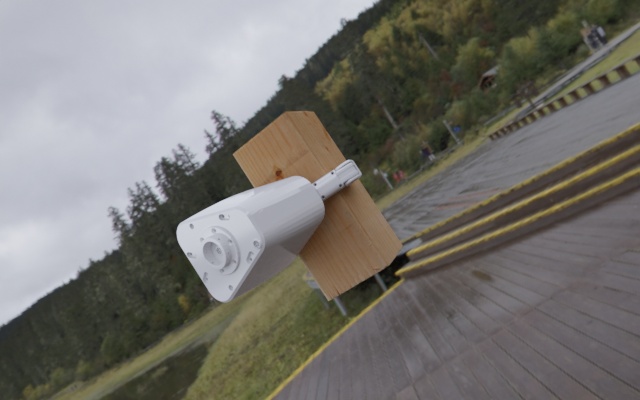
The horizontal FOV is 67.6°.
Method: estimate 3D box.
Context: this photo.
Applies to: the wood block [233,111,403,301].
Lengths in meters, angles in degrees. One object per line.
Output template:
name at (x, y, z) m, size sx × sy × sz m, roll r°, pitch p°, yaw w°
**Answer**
wood block at (0.000, 0.002, 0.580) m, size 0.091 × 0.206 × 0.090 m, roll -34°, pitch -3°, yaw 22°
